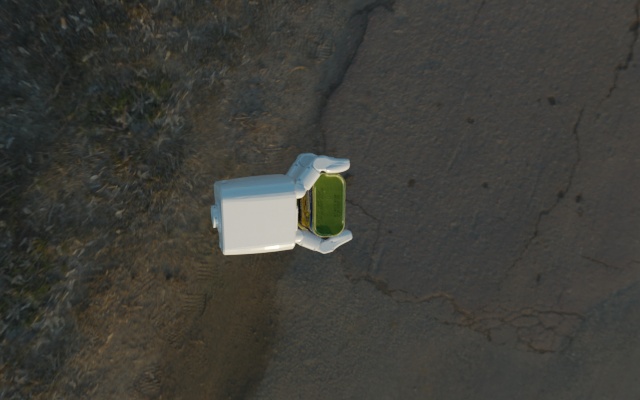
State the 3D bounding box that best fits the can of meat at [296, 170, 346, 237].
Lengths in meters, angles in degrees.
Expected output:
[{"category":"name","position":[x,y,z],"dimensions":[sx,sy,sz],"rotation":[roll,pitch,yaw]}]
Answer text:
[{"category":"can of meat","position":[0.000,0.003,0.746],"dimensions":[0.057,0.102,0.084],"rotation":[-2,7,-18]}]
